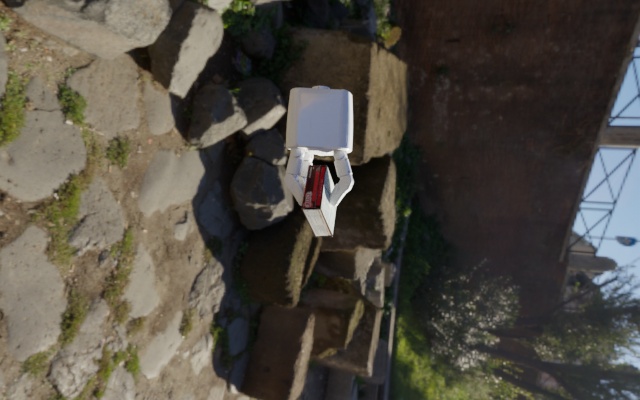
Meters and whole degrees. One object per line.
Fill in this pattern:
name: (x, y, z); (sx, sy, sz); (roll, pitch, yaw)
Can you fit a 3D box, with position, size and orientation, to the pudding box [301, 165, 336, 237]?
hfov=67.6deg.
pudding box: (0.000, 0.003, 0.856); (0.039, 0.090, 0.114); (0, -30, 16)
